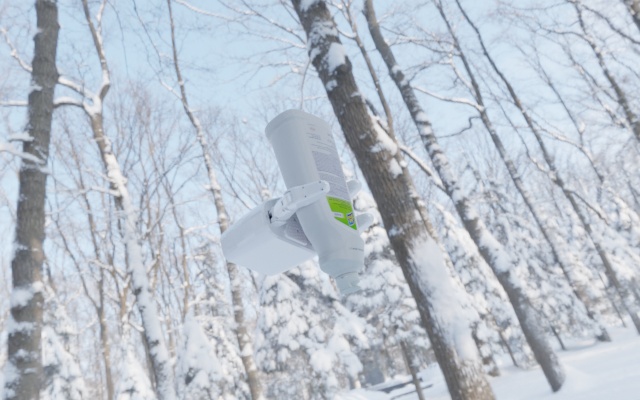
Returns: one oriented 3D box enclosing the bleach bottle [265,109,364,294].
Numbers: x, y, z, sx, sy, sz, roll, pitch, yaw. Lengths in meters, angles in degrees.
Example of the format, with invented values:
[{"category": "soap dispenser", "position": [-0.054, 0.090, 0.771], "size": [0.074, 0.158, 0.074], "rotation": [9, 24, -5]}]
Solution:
[{"category": "bleach bottle", "position": [0.000, 0.002, 0.648], "size": [0.068, 0.250, 0.102], "rotation": [-33, -28, 34]}]
